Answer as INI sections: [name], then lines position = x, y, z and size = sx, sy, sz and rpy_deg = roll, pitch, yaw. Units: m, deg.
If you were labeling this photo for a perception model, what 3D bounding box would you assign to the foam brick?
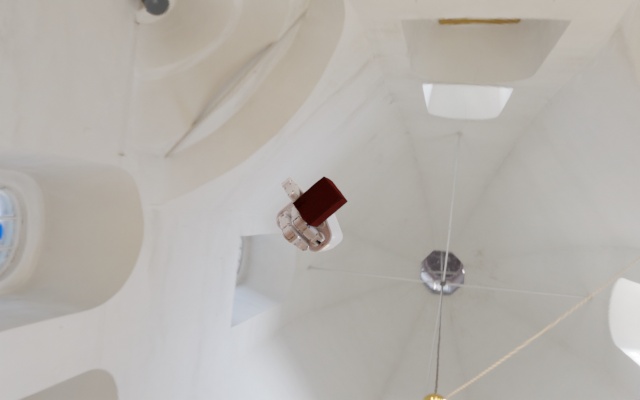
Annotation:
[foam brick]
position = 0.000, 0.003, 0.855
size = 0.078, 0.053, 0.051
rpy_deg = -40, -16, 10
